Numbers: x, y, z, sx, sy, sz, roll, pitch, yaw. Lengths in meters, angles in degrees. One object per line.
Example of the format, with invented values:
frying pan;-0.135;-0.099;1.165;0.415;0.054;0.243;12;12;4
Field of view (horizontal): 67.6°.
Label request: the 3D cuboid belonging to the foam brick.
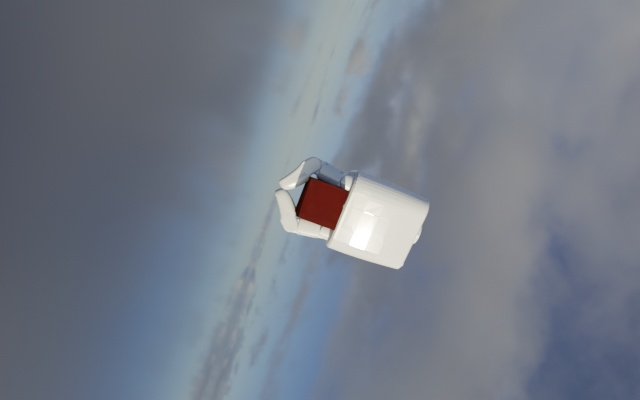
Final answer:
foam brick;0.000;0.002;0.611;0.051;0.053;0.078;21;2;-5
